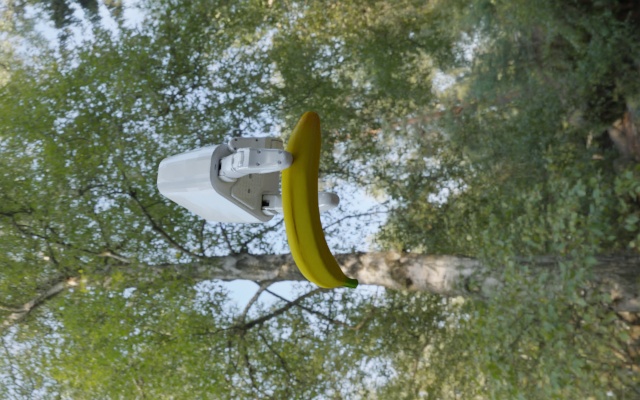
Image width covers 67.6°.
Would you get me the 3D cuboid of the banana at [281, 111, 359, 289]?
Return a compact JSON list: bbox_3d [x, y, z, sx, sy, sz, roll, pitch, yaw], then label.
[{"bbox_3d":[-0.010,0.010,0.492,0.037,0.198,0.069,-4,13,38],"label":"banana"}]
